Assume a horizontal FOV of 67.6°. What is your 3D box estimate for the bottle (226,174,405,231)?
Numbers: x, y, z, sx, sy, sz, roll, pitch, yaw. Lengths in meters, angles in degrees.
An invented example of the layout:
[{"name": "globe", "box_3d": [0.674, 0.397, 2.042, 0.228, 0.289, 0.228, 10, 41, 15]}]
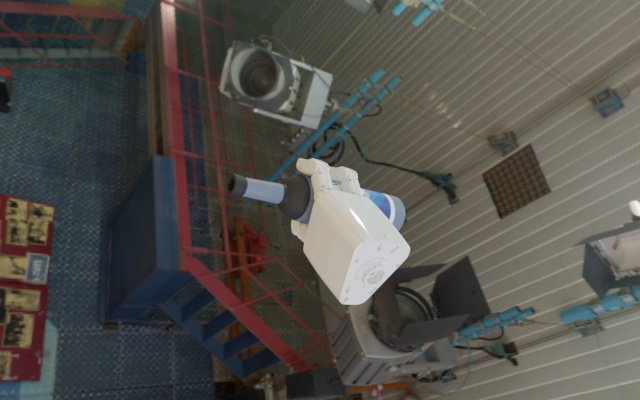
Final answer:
[{"name": "bottle", "box_3d": [0.000, 0.002, 0.699, 0.296, 0.069, 0.069, 11, -7, -37]}]
